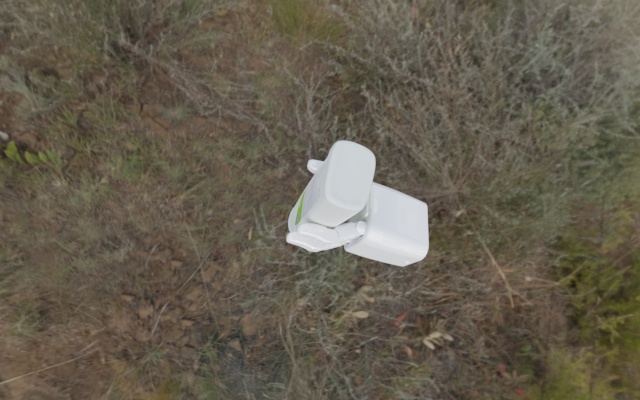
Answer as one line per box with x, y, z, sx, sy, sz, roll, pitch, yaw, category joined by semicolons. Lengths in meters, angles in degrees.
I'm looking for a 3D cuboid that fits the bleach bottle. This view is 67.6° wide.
0.000;0.003;0.749;0.068;0.102;0.251;19;-22;-13;bleach bottle
